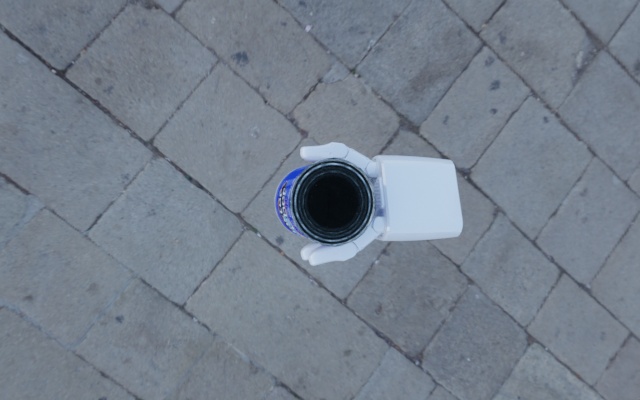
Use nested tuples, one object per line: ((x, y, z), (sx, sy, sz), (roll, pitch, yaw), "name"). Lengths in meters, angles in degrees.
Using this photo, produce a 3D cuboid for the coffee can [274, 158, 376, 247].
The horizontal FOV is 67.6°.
((0.000, 0.002, 0.615), (0.103, 0.103, 0.140), (0, 0, -12), "coffee can")
